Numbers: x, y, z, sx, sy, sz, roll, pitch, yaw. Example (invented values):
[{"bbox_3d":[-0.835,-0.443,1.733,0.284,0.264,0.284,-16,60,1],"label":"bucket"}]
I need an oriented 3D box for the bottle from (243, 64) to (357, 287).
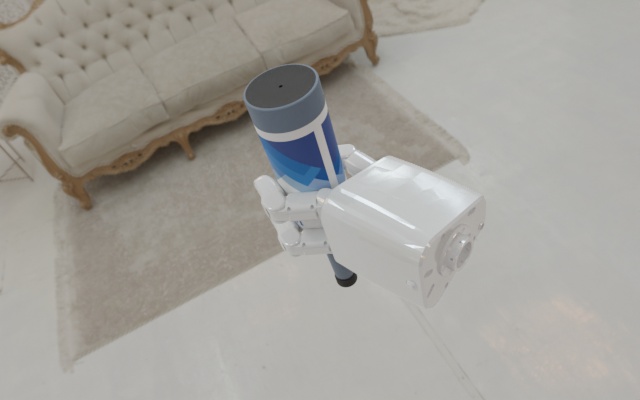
[{"bbox_3d":[0.000,0.001,0.505,0.069,0.069,0.296,0,-42,18],"label":"bottle"}]
